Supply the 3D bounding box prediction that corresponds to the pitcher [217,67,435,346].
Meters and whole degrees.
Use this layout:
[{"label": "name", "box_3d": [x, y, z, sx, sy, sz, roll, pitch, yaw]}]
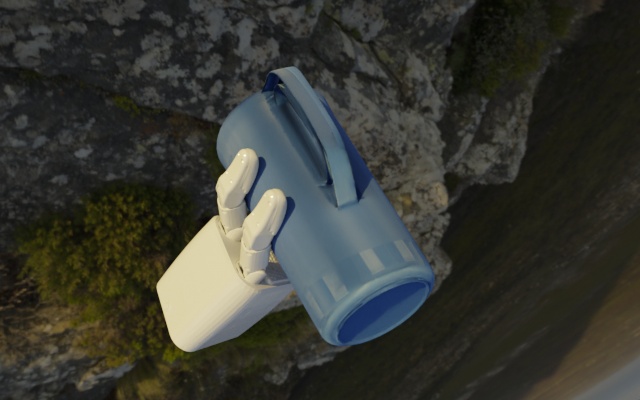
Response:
[{"label": "pitcher", "box_3d": [0.000, 0.002, 0.450, 0.145, 0.242, 0.149, -44, -36, 17]}]
